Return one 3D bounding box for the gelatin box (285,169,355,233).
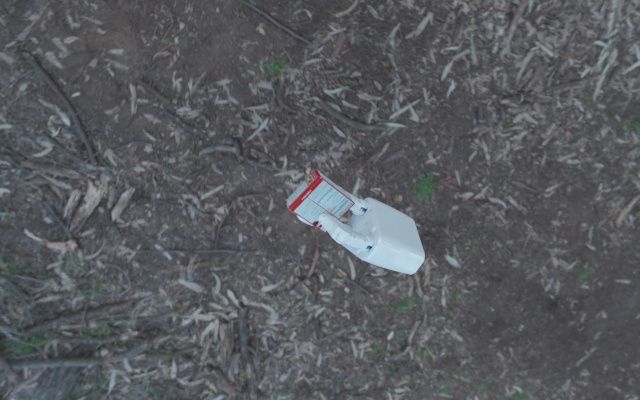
[{"bbox_3d":[0.000,0.003,0.767,0.089,0.073,0.030,35,15,-37],"label":"gelatin box"}]
